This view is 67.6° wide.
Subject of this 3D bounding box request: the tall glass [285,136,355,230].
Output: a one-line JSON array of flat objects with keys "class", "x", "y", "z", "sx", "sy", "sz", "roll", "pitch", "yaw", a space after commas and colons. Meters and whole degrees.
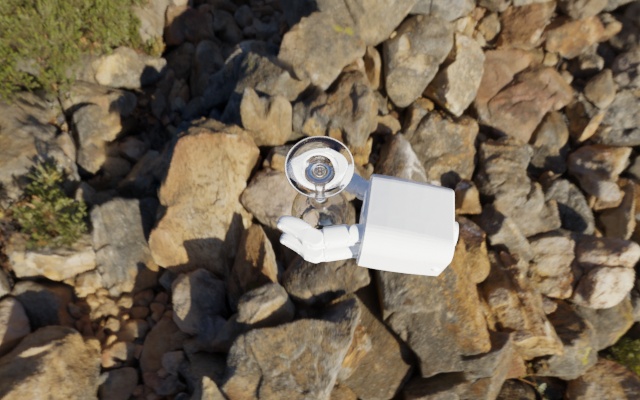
[{"class": "tall glass", "x": 0.000, "y": 0.002, "z": 0.595, "sx": 0.079, "sy": 0.079, "sz": 0.201, "roll": 0, "pitch": -22, "yaw": 0}]
